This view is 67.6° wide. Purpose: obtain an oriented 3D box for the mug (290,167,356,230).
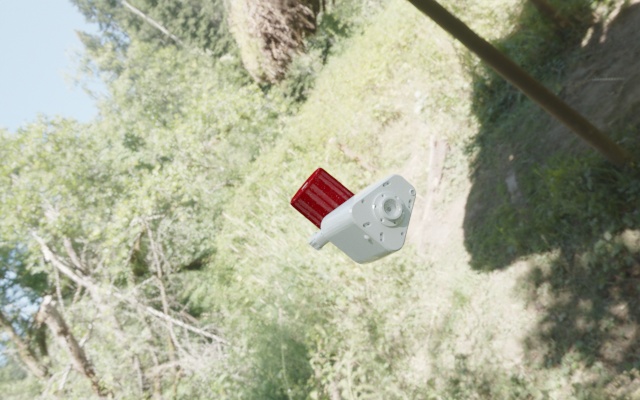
[{"bbox_3d":[-0.001,0.003,0.800,0.081,0.093,0.117,39,-24,-7],"label":"mug"}]
